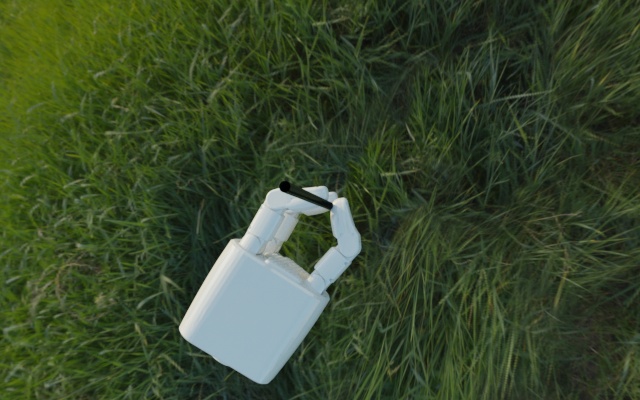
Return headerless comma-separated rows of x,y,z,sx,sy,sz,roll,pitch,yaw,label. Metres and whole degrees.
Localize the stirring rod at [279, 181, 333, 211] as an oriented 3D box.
0.000,0.002,0.436,0.011,0.011,0.239,0,-5,12,stirring rod
